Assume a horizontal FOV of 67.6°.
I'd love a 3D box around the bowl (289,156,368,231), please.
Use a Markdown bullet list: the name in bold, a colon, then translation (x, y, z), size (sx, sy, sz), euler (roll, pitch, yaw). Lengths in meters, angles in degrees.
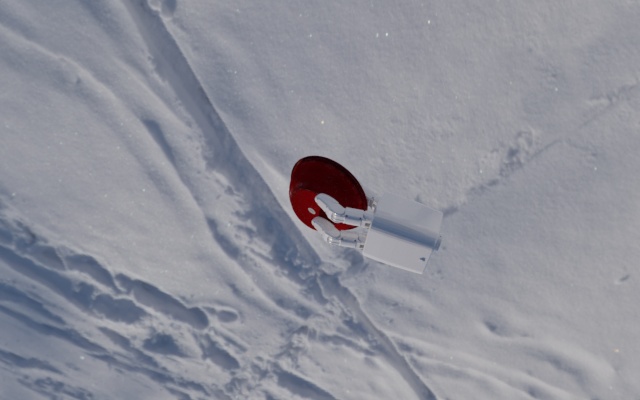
- **bowl**: translation (-0.001, 0.003, 0.845), size (0.162, 0.162, 0.055), euler (0, 34, 40)
